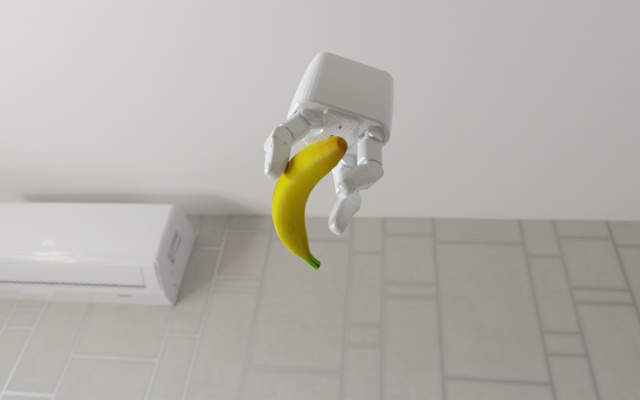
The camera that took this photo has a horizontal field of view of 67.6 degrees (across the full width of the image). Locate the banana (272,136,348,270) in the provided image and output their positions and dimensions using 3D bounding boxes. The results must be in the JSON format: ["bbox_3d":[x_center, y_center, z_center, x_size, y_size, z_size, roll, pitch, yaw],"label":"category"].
[{"bbox_3d":[-0.018,-0.001,0.512,0.069,0.037,0.198,16,-42,5],"label":"banana"}]
